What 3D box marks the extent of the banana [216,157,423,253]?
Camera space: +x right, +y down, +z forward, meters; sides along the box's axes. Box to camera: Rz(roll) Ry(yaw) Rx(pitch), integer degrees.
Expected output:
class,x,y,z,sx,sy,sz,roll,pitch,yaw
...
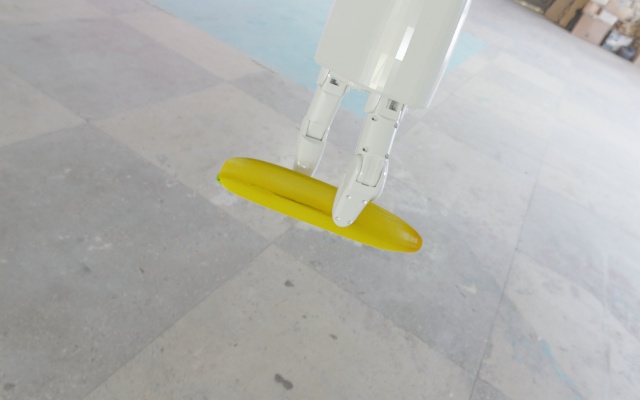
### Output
class,x,y,z,sx,sy,sz,roll,pitch,yaw
banana,-0.006,0.000,0.401,0.198,0.037,0.069,21,3,10
